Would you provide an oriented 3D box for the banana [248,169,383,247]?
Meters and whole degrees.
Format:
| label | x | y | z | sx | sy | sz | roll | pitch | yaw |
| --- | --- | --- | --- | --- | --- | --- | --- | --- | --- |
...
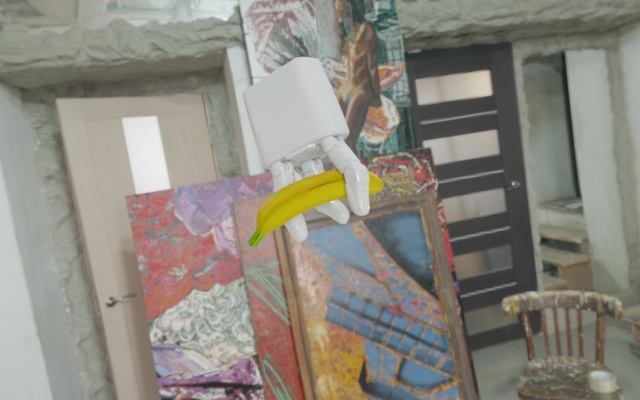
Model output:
| label | x | y | z | sx | sy | sz | roll | pitch | yaw |
| --- | --- | --- | --- | --- | --- | --- | --- | --- | --- |
| banana | 0.001 | -0.006 | 0.580 | 0.198 | 0.037 | 0.070 | -21 | -24 | -23 |
